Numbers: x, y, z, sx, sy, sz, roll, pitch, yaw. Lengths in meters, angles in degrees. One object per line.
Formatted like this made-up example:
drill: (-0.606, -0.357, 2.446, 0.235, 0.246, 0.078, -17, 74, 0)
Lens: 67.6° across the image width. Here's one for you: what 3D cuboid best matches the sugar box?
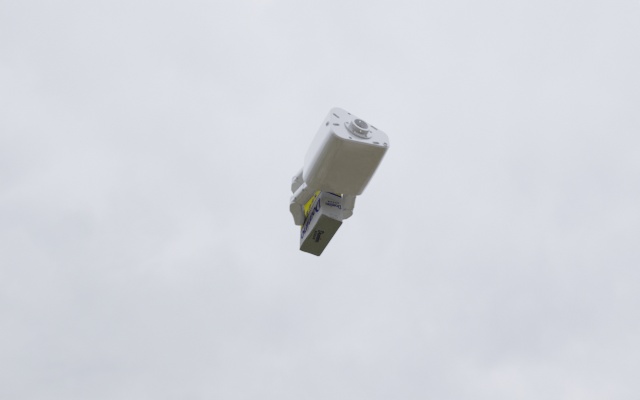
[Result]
sugar box: (0.000, 0.002, 0.846, 0.048, 0.093, 0.176, 21, 37, -14)
